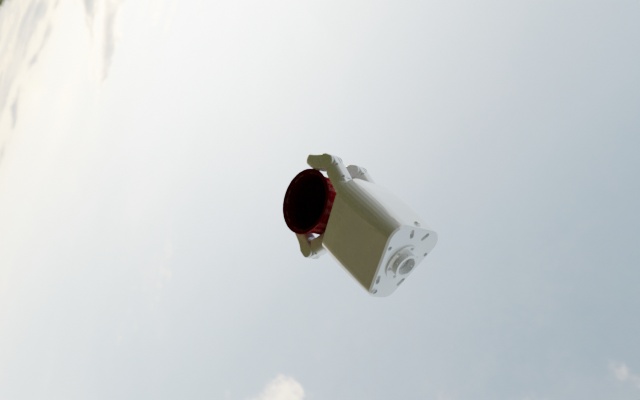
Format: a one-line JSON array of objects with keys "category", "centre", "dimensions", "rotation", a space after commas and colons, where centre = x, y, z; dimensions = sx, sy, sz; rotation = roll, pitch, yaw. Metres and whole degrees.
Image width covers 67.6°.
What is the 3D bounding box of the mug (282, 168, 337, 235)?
[{"category": "mug", "centre": [-0.001, 0.002, 0.692], "dimensions": [0.081, 0.093, 0.117], "rotation": [16, 22, -42]}]
